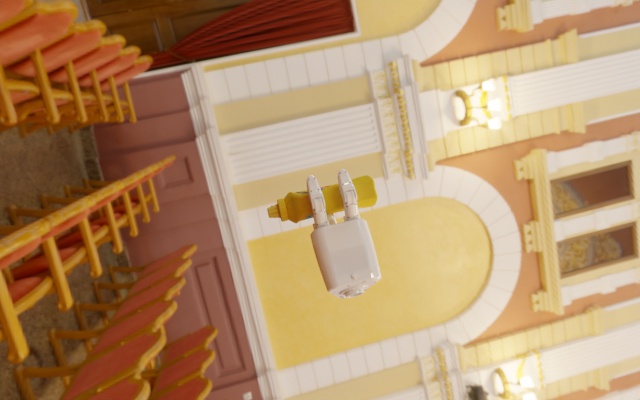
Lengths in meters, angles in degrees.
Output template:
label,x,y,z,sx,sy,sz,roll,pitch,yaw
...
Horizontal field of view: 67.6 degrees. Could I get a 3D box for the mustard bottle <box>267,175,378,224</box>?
label,x,y,z,sx,sy,sz,roll,pitch,yaw
mustard bottle,0.000,0.002,0.854,0.191,0.058,0.096,-13,0,-6
